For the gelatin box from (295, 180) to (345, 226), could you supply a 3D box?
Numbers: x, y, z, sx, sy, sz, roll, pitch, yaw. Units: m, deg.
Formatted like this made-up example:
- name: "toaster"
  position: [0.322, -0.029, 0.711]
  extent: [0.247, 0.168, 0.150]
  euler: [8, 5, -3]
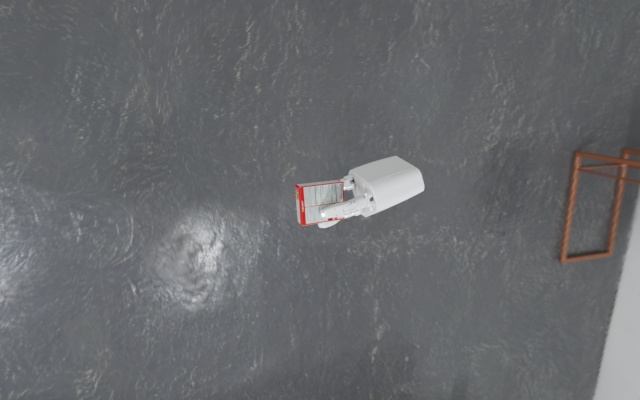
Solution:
- name: "gelatin box"
  position: [0.000, 0.003, 0.886]
  extent: [0.089, 0.073, 0.030]
  euler: [-8, 14, -20]
